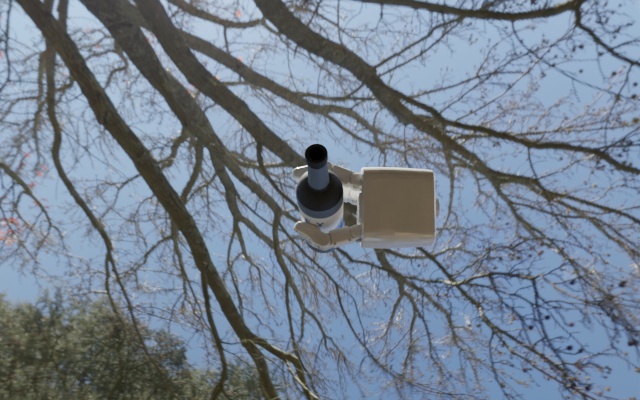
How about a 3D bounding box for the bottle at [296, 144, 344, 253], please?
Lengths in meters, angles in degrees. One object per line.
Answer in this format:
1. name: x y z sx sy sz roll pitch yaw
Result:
1. bottle: 0.000 0.002 0.698 0.069 0.069 0.296 0 -23 2
